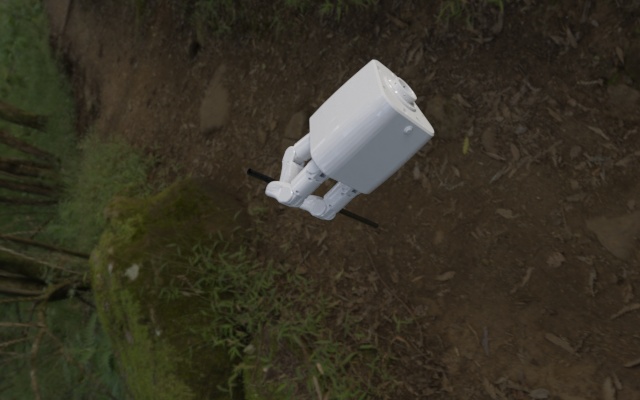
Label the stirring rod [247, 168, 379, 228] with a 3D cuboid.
[{"bbox_3d":[0.000,0.002,0.639,0.239,0.011,0.011,23,-16,-40],"label":"stirring rod"}]
